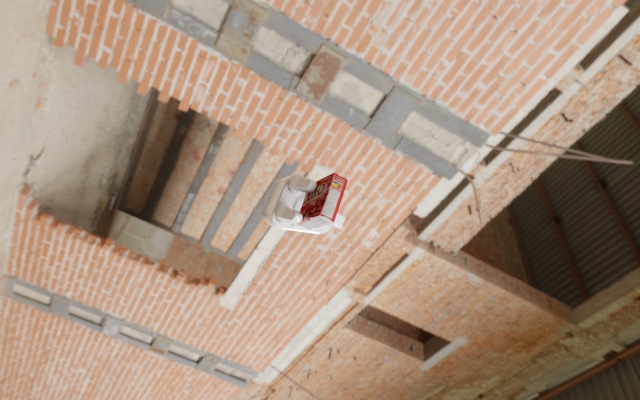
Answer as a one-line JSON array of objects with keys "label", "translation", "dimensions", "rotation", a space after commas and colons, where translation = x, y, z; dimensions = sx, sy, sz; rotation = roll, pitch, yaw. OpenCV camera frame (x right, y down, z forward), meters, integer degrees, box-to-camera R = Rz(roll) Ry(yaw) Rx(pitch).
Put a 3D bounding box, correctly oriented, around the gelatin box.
[{"label": "gelatin box", "translation": [0.001, 0.003, 0.743], "dimensions": [0.030, 0.073, 0.089], "rotation": [27, -21, -21]}]
